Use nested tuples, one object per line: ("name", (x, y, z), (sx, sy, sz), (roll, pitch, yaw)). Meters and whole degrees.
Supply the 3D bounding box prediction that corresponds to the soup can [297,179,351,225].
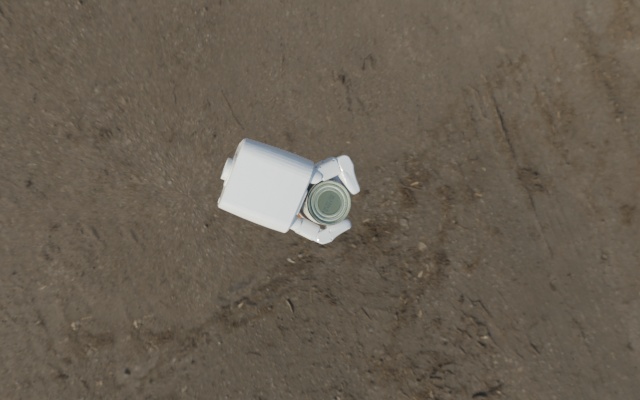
("soup can", (0.001, 0.003, 0.732), (0.068, 0.068, 0.102), (0, 1, -15))
